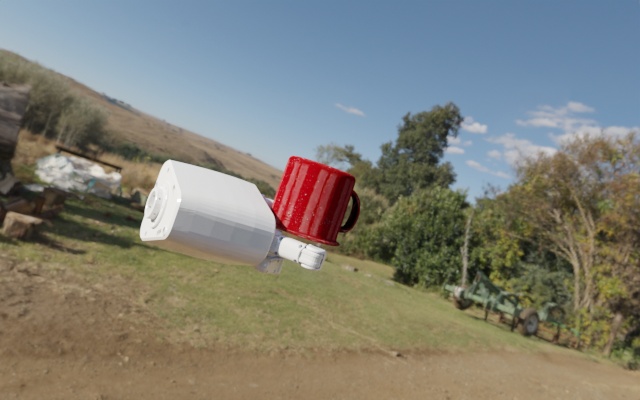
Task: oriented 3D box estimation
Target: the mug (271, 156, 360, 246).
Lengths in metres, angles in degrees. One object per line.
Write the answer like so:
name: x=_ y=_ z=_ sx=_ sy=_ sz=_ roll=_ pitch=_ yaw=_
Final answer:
mug: x=0.001 y=0.002 z=0.553 sx=0.117 sy=0.081 sz=0.093 roll=18 pitch=2 yaw=-33
